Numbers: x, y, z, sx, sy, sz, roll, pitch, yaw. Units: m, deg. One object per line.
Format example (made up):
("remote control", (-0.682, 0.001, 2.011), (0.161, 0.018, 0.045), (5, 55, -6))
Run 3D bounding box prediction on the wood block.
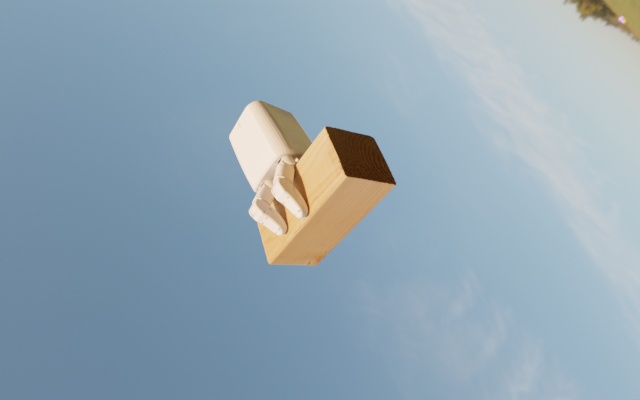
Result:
("wood block", (0.000, 0.002, 0.687), (0.091, 0.090, 0.206), (6, -40, -36))
